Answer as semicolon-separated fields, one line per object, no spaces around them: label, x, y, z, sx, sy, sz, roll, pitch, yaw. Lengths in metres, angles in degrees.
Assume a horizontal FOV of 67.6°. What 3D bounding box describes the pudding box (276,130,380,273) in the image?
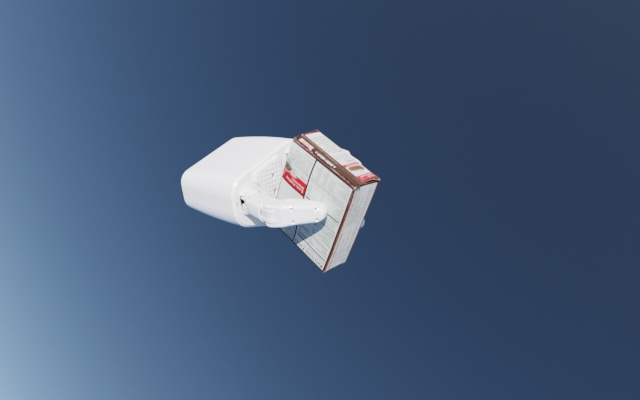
pudding box;0.000;0.002;0.475;0.039;0.114;0.090;-23;53;-40
